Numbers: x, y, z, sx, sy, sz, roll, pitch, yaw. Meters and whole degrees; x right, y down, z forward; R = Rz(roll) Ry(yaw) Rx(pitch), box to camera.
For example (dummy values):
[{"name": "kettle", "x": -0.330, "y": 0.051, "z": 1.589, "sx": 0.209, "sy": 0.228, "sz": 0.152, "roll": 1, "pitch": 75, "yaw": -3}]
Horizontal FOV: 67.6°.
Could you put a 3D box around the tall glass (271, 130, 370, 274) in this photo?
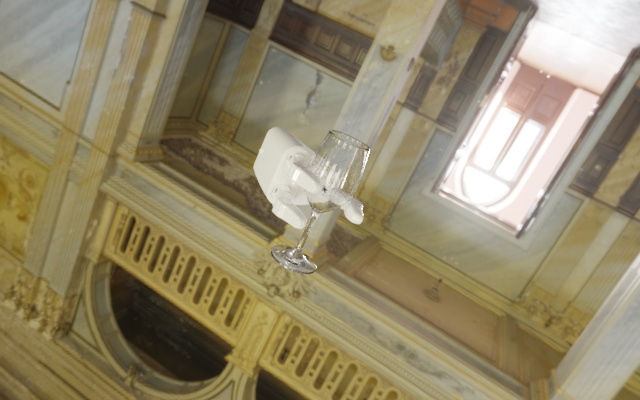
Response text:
[{"name": "tall glass", "x": 0.000, "y": 0.003, "z": 0.685, "sx": 0.079, "sy": 0.201, "sz": 0.079, "roll": 23, "pitch": 18, "yaw": -8}]
